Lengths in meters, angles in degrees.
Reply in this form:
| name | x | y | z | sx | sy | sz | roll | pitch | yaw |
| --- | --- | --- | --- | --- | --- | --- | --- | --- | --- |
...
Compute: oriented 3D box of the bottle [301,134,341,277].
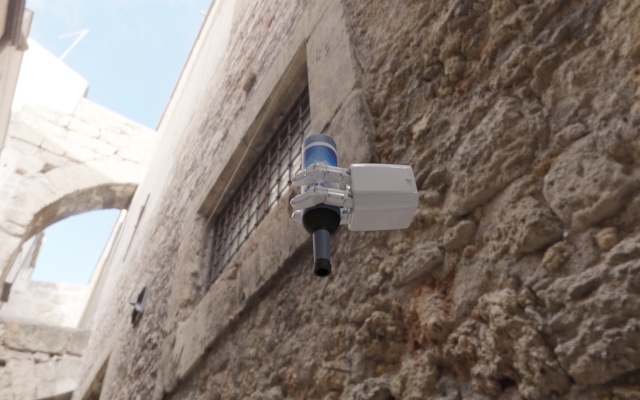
| name | x | y | z | sx | sy | sz | roll | pitch | yaw |
| --- | --- | --- | --- | --- | --- | --- | --- | --- | --- |
| bottle | 0.000 | 0.003 | 0.823 | 0.069 | 0.295 | 0.069 | -1 | -44 | -1 |
